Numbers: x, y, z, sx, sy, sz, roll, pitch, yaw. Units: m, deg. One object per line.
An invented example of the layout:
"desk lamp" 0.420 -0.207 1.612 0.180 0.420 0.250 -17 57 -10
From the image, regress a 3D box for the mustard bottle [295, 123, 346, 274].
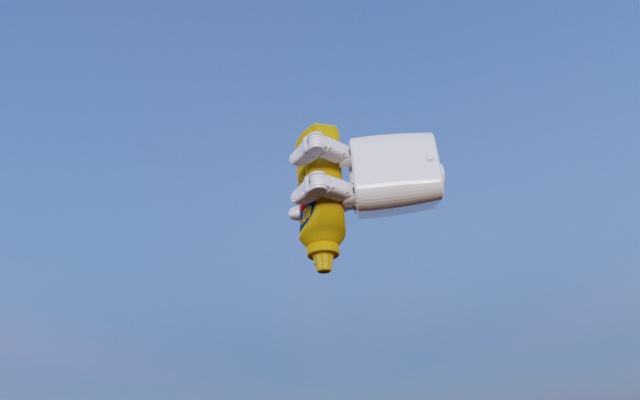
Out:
"mustard bottle" 0.000 0.002 0.625 0.058 0.191 0.096 6 -29 -18
